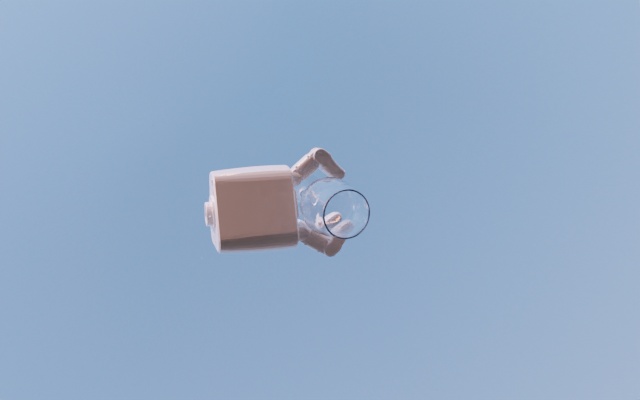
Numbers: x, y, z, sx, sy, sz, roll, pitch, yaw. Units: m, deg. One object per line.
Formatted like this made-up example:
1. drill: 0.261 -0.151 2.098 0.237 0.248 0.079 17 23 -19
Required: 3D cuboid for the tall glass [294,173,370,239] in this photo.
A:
1. tall glass: 0.000 0.002 0.669 0.079 0.079 0.201 0 8 -19
